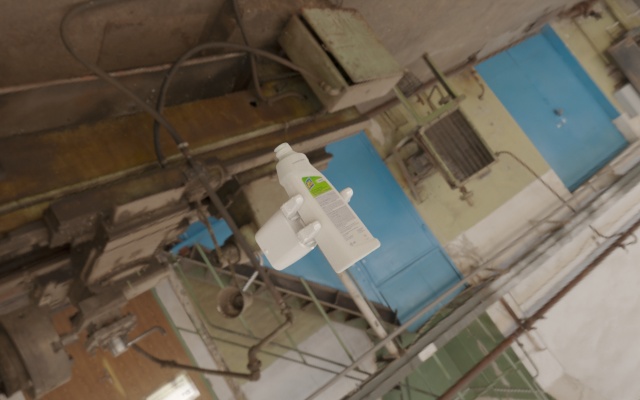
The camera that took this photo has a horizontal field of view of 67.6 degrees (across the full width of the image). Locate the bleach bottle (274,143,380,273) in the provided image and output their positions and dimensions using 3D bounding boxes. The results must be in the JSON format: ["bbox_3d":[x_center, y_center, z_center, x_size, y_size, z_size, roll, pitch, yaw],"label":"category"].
[{"bbox_3d":[0.000,0.003,0.868,0.068,0.251,0.102,-40,-11,38],"label":"bleach bottle"}]
